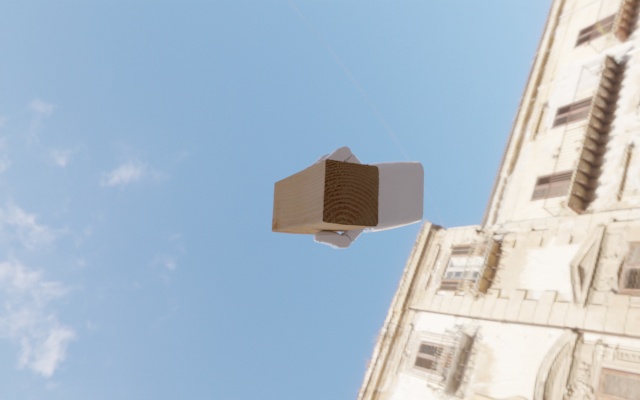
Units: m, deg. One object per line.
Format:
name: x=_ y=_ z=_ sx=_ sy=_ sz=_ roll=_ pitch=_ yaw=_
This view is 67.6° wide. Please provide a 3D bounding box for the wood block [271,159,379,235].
wood block: x=0.000 y=0.003 z=0.759 sx=0.090 sy=0.091 sz=0.206 roll=6 pitch=-10 yaw=-25
